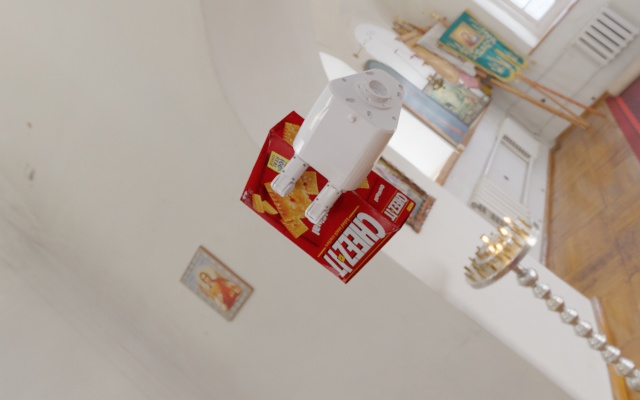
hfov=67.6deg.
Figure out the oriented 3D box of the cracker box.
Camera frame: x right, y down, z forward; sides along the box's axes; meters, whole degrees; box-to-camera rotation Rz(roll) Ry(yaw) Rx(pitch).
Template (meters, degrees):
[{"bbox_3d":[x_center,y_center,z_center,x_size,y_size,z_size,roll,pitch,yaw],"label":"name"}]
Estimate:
[{"bbox_3d":[0.000,0.002,0.685,0.072,0.213,0.164,-48,-5,-43],"label":"cracker box"}]
